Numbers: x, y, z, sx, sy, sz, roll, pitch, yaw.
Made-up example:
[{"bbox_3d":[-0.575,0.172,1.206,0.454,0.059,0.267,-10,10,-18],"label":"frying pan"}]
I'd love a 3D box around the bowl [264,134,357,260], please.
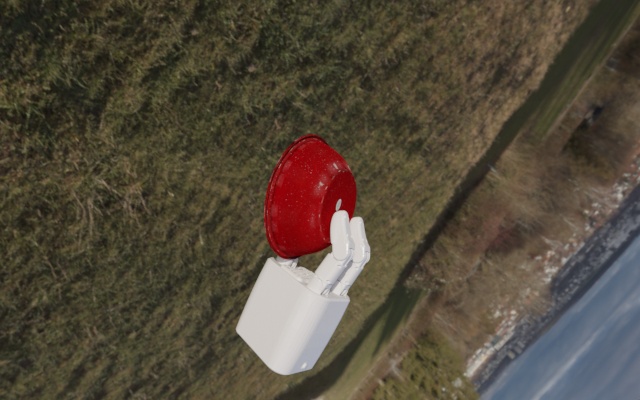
[{"bbox_3d":[0.001,0.001,0.592,0.055,0.162,0.162,14,7,29],"label":"bowl"}]
